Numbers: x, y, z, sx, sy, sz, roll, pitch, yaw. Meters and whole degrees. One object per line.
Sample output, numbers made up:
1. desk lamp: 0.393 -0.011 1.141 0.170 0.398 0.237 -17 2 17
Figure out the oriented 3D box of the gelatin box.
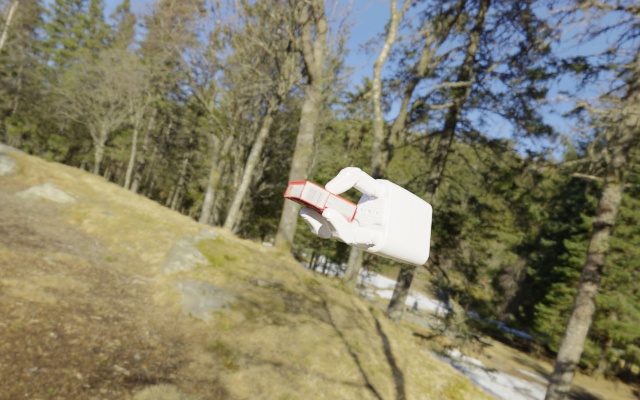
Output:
1. gelatin box: 0.000 0.002 0.696 0.089 0.030 0.073 26 -7 -21
